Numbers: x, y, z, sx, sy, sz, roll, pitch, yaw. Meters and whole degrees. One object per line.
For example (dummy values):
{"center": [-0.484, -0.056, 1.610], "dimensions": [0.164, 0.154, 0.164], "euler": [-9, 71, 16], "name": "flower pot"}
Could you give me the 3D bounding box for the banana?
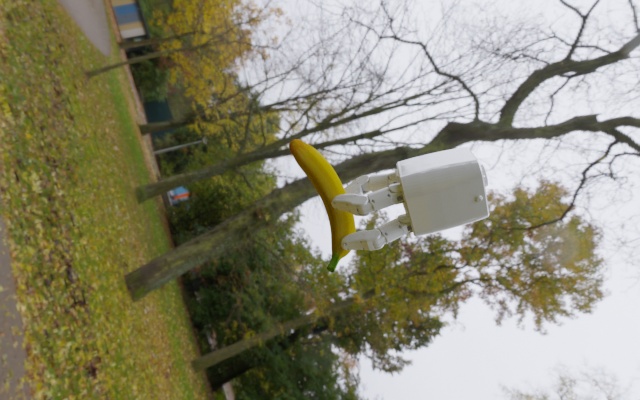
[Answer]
{"center": [0.011, 0.000, 0.690], "dimensions": [0.037, 0.198, 0.069], "euler": [-12, 11, 38], "name": "banana"}
